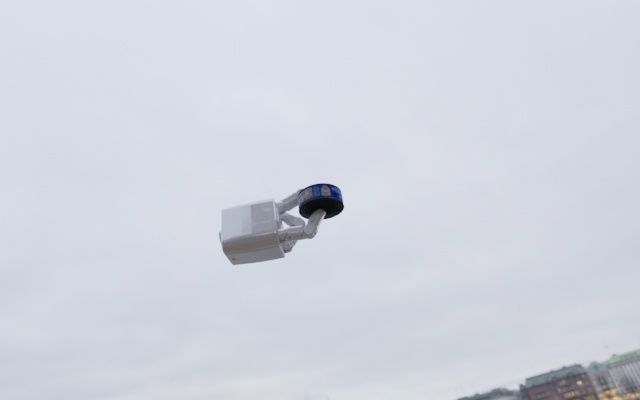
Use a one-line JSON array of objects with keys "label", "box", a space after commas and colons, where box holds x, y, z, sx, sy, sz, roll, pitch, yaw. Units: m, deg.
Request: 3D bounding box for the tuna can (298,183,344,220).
[{"label": "tuna can", "box": [0.000, 0.002, 0.898, 0.086, 0.033, 0.086, -6, -30, -3]}]
